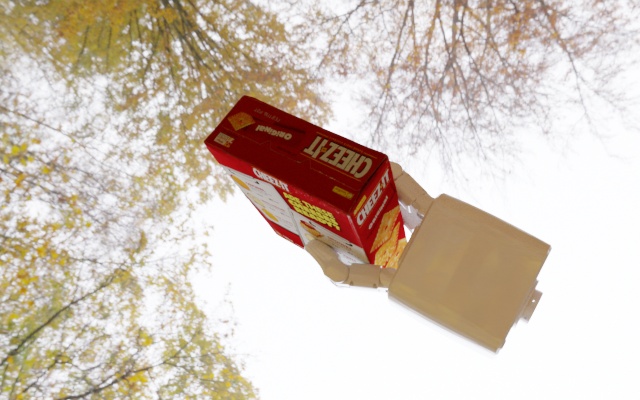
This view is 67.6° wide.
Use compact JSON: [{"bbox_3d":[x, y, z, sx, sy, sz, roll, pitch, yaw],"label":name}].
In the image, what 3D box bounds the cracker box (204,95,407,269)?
[{"bbox_3d":[0.000,0.002,0.498,0.164,0.072,0.214,26,-18,26],"label":"cracker box"}]
